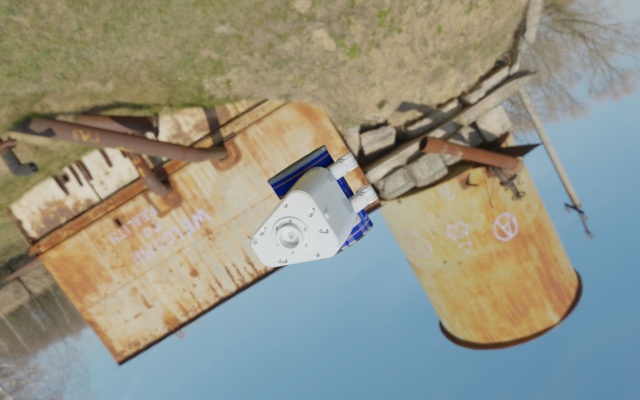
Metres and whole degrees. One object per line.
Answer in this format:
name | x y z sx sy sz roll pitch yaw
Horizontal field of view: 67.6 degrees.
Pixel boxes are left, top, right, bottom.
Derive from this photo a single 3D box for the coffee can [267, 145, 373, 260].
coffee can | 0.000 0.002 0.719 0.103 0.140 0.103 -32 8 5
